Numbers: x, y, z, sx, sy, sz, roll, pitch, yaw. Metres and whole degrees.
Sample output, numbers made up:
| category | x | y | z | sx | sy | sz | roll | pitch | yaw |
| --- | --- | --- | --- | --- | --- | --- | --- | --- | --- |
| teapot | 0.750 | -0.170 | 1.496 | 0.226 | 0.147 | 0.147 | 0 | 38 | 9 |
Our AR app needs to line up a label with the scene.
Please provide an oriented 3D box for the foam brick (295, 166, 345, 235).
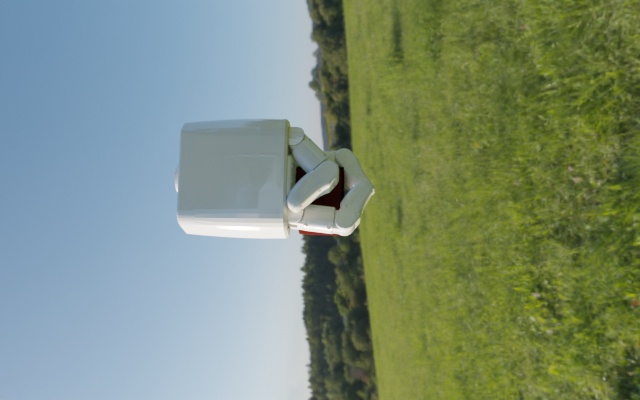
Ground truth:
| category | x | y | z | sx | sy | sz | roll | pitch | yaw |
| --- | --- | --- | --- | --- | --- | --- | --- | --- | --- |
| foam brick | 0.000 | 0.002 | 0.526 | 0.051 | 0.053 | 0.078 | 0 | -23 | 2 |
